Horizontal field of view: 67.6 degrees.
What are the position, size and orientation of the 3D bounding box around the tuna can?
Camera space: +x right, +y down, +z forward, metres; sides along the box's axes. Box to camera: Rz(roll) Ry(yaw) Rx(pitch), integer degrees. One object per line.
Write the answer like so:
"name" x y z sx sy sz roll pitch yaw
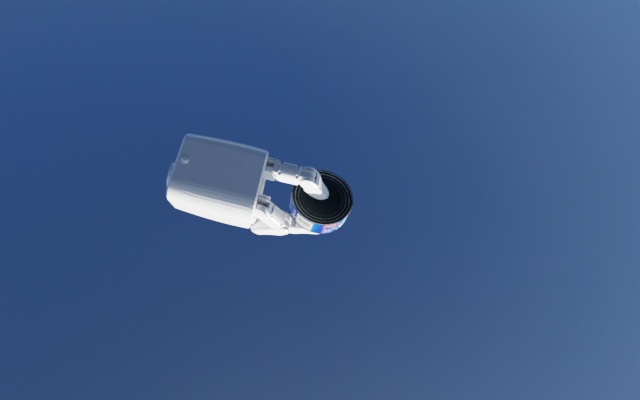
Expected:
"tuna can" 0.000 0.002 0.664 0.086 0.086 0.034 0 -29 -12
